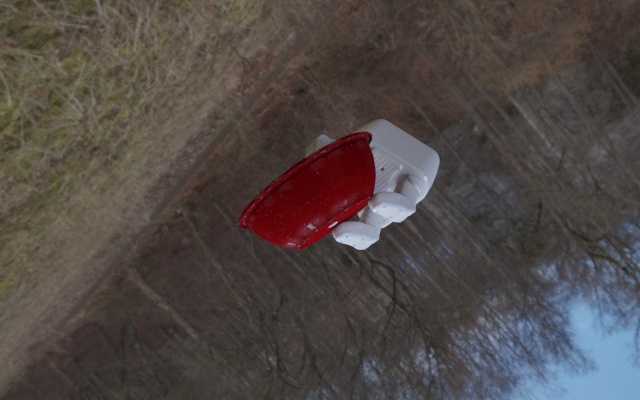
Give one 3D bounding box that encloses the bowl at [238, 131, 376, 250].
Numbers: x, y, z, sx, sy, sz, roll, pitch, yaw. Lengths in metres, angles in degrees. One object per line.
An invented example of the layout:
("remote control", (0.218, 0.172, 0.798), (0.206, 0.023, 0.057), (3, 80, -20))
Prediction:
("bowl", (-0.001, 0.002, 0.479), (0.162, 0.055, 0.162), (-34, -9, -6))
